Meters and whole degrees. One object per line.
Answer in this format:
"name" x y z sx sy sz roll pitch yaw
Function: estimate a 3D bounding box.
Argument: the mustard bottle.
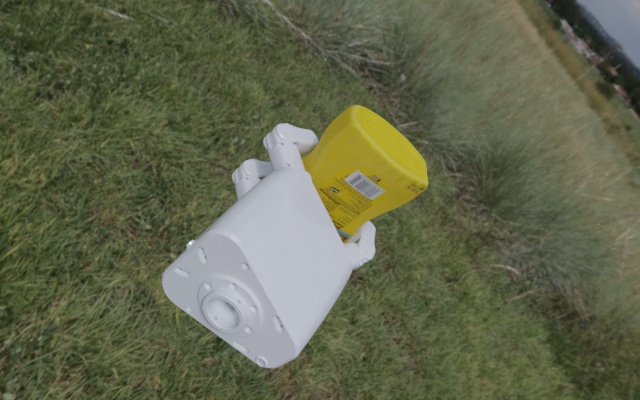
"mustard bottle" 0.000 0.001 0.453 0.096 0.058 0.192 34 -52 -24
